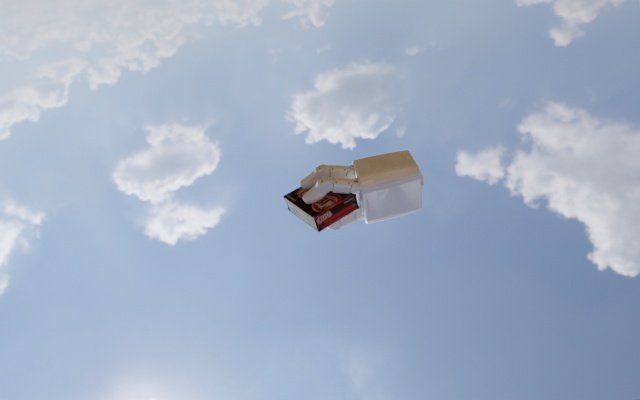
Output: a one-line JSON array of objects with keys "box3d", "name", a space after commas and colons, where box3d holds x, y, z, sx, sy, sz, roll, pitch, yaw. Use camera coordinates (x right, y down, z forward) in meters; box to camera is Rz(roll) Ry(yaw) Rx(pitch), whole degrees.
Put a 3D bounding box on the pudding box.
[{"box3d": [0.000, 0.003, 0.856, 0.090, 0.039, 0.113, -29, 31, -21], "name": "pudding box"}]
